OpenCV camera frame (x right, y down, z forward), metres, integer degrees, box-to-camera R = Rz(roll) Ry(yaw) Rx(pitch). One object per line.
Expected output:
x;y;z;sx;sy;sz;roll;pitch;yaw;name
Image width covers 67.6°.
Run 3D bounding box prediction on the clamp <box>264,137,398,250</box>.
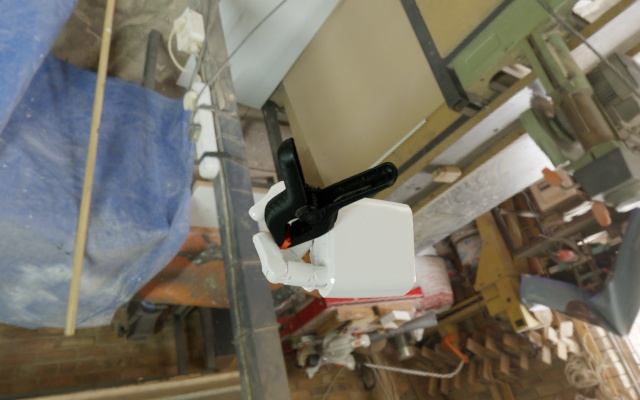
0.000;0.002;0.495;0.120;0.039;0.172;11;-34;-12;clamp
